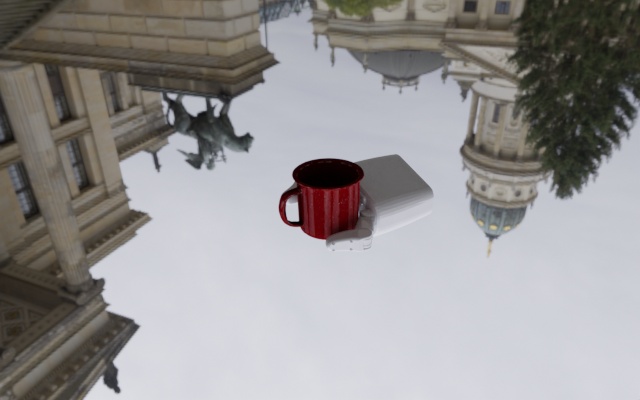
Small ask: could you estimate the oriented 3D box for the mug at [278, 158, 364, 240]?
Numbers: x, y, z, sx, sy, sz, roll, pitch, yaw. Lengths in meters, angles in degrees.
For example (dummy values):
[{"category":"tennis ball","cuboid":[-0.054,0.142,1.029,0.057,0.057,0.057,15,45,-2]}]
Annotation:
[{"category":"mug","cuboid":[-0.001,0.003,0.629,0.117,0.081,0.093,-17,32,-26]}]
